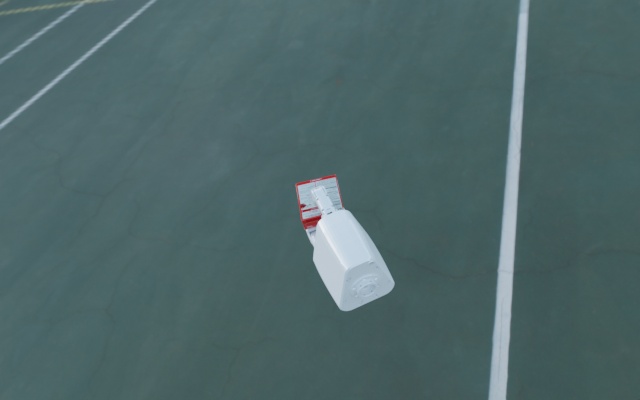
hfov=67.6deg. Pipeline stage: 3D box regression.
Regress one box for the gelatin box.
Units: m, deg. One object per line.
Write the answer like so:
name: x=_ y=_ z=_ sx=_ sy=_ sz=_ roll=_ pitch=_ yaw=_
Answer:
gelatin box: x=0.000 y=0.002 z=0.820 sx=0.073 sy=0.089 sz=0.030 roll=-13 pitch=-41 yaw=2
